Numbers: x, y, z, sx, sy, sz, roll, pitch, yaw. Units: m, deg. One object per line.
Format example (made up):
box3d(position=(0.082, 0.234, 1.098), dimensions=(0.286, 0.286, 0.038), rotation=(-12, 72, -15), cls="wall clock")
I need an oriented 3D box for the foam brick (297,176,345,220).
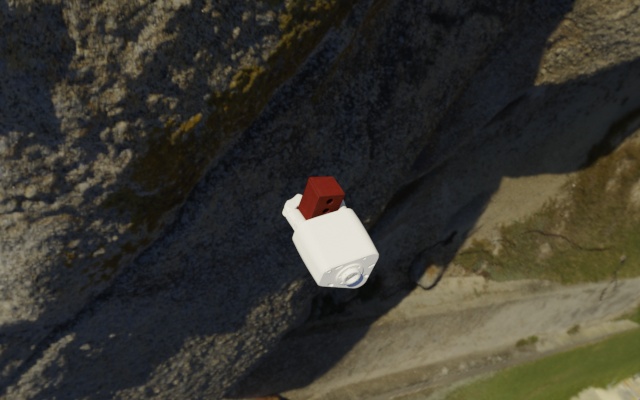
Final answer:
box3d(position=(0.000, 0.002, 0.841), dimensions=(0.053, 0.078, 0.051), rotation=(-4, 43, -29), cls="foam brick")
